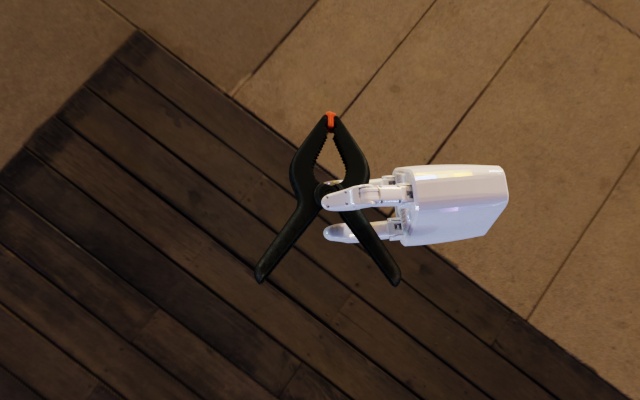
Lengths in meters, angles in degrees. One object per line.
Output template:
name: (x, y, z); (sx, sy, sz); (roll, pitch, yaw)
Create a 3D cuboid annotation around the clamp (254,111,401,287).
clamp: (0.000, 0.001, 0.552); (0.164, 0.210, 0.036); (-5, -11, -3)
